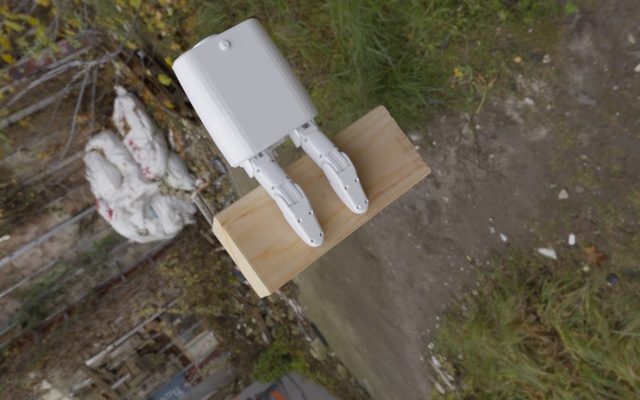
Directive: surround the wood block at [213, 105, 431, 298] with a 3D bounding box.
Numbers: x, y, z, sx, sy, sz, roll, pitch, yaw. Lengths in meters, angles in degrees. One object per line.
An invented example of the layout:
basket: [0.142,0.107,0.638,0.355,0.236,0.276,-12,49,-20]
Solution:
wood block: [0.000,0.001,0.498,0.206,0.090,0.091,-35,-2,-18]
